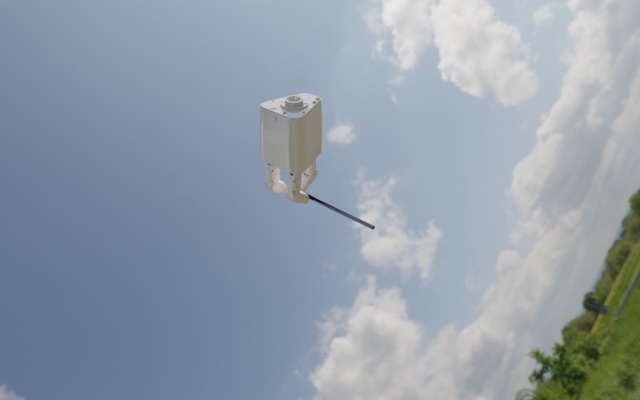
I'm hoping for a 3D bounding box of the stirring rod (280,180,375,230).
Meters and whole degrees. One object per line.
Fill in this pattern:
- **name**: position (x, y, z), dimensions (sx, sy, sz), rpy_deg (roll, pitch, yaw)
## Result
- **stirring rod**: position (0.000, 0.003, 0.898), dimensions (0.239, 0.011, 0.011), rpy_deg (26, 14, 30)
